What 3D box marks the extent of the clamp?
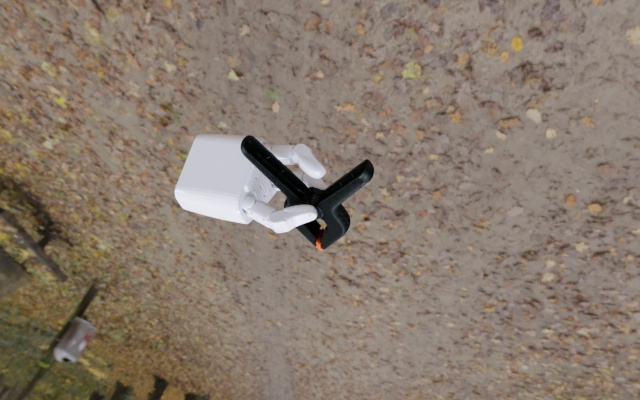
[{"bbox_3d":[0.000,0.003,0.618,0.164,0.036,0.210,10,-34,23],"label":"clamp"}]
